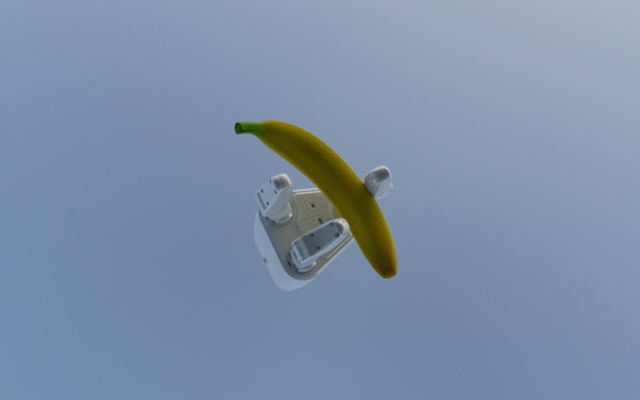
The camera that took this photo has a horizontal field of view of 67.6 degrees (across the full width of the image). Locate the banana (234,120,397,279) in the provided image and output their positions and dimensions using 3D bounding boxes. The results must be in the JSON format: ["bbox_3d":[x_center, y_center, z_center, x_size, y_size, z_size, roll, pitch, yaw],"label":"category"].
[{"bbox_3d":[0.008,-0.012,0.452,0.069,0.198,0.037,-47,1,-37],"label":"banana"}]
